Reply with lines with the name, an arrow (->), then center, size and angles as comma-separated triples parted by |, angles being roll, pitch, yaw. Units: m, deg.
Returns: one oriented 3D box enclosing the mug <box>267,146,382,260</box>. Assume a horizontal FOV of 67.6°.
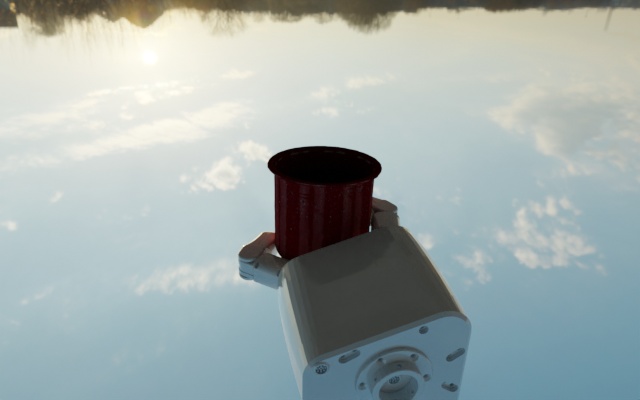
mug -> 0.000, 0.001, 0.416 | 0.093, 0.081, 0.117 | -2, 25, -10
